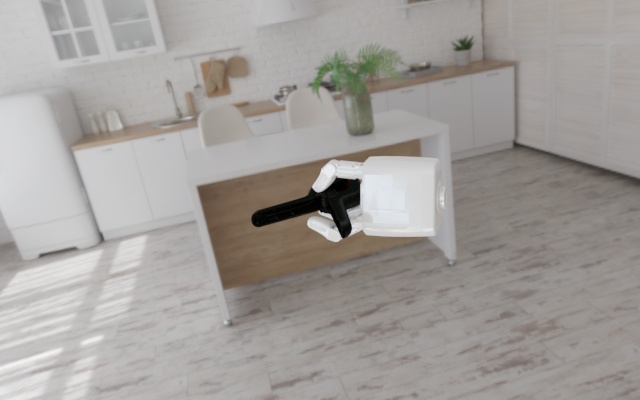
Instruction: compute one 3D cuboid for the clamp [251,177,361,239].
[{"bbox_3d":[0.000,0.002,0.763,0.164,0.036,0.210,3,23,22],"label":"clamp"}]
